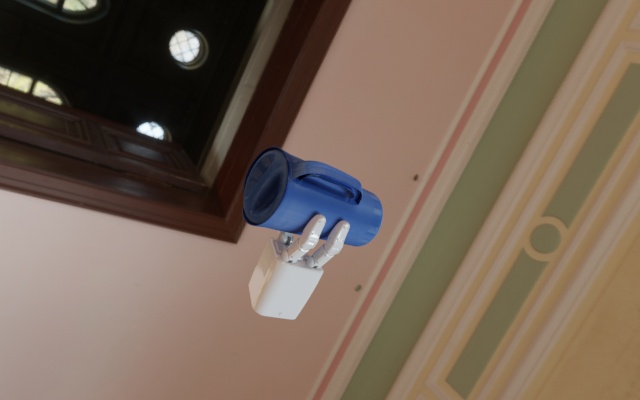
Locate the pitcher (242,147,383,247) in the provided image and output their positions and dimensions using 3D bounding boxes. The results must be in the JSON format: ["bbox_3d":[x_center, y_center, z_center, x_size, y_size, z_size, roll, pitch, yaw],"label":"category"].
[{"bbox_3d":[0.000,0.003,0.828,0.243,0.145,0.149,19,12,-37],"label":"pitcher"}]
